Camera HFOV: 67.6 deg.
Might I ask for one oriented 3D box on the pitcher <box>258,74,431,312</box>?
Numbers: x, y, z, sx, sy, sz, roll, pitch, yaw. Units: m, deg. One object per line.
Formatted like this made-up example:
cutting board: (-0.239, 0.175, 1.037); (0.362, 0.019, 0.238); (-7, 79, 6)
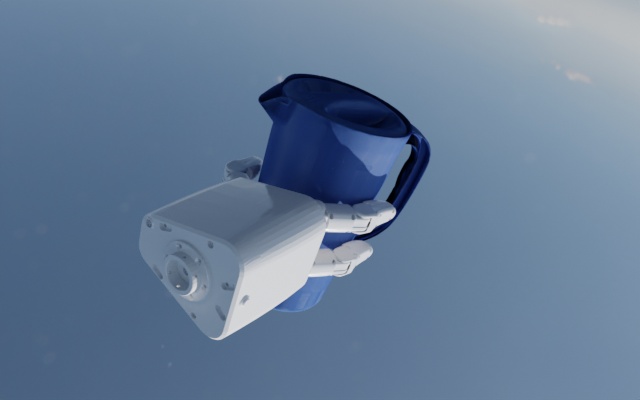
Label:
pitcher: (0.000, 0.002, 0.515); (0.149, 0.243, 0.145); (33, 31, 19)
